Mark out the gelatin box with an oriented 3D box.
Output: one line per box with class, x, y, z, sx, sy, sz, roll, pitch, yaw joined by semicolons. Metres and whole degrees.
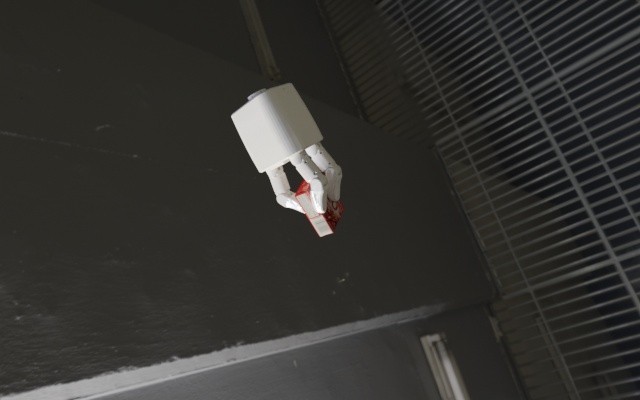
gelatin box;0.000;0.003;0.794;0.030;0.089;0.073;-19;24;29
